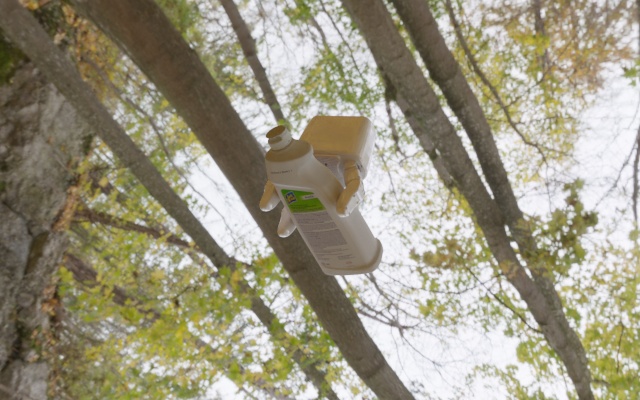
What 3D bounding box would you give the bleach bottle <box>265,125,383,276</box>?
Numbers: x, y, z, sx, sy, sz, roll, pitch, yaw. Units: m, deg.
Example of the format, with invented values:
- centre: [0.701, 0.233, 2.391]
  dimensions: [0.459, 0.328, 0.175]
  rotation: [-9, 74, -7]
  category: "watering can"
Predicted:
- centre: [0.000, 0.002, 0.676]
  dimensions: [0.102, 0.251, 0.068]
  rotation: [-9, 38, 27]
  category: "bleach bottle"
